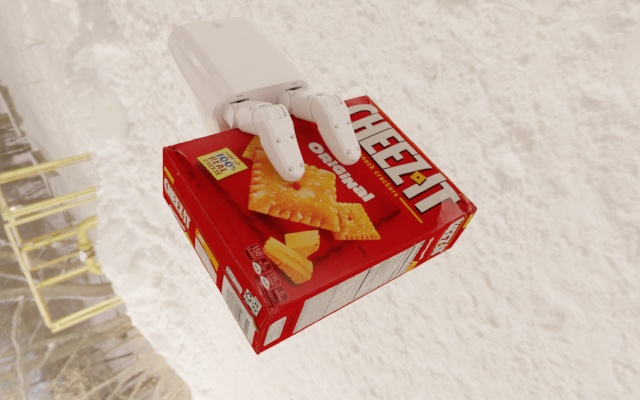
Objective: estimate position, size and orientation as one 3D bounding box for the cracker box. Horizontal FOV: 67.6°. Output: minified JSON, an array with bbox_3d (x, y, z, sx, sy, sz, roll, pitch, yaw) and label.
[{"bbox_3d":[0.000,0.001,0.406,0.213,0.164,0.072,-22,-30,-31],"label":"cracker box"}]
